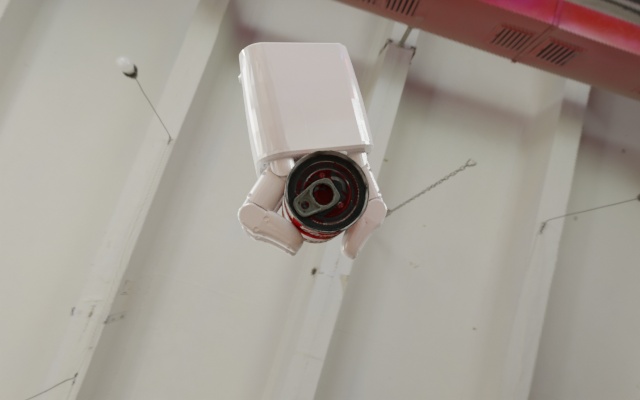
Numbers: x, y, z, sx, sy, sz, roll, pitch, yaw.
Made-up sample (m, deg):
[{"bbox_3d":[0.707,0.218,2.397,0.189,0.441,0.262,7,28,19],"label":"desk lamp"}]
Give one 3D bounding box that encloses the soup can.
[{"bbox_3d":[0.000,0.002,0.428,0.068,0.068,0.102,0,-10,-6],"label":"soup can"}]
